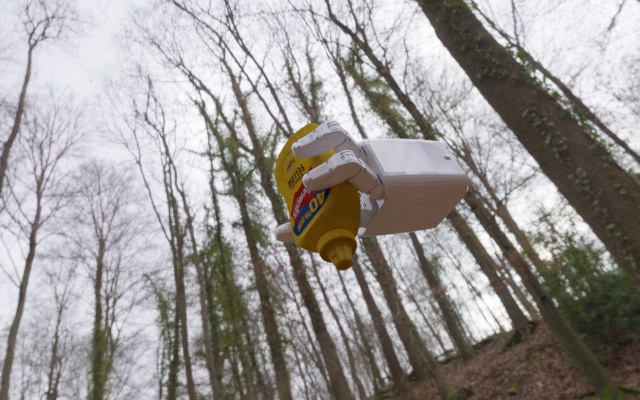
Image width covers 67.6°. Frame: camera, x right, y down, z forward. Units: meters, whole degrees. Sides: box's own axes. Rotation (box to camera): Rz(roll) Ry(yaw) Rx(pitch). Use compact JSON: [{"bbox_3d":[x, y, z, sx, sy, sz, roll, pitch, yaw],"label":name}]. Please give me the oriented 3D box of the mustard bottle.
[{"bbox_3d":[0.000,0.002,0.540,0.058,0.096,0.191,19,33,-33],"label":"mustard bottle"}]
